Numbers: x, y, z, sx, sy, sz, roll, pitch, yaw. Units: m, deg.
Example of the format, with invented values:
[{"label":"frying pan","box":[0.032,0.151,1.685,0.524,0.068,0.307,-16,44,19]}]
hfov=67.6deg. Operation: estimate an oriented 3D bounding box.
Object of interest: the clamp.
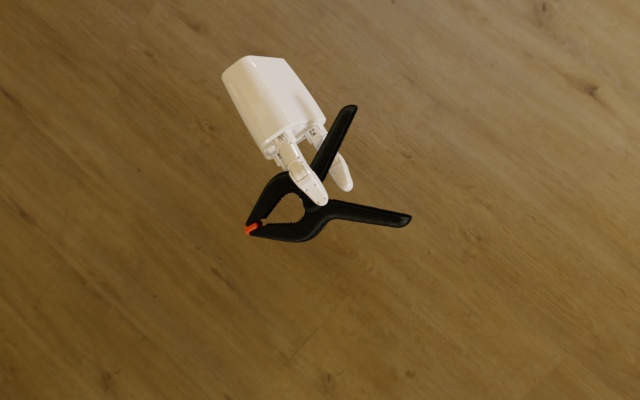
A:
[{"label":"clamp","box":[-0.001,0.002,0.608,0.210,0.164,0.036,-34,-5,14]}]
